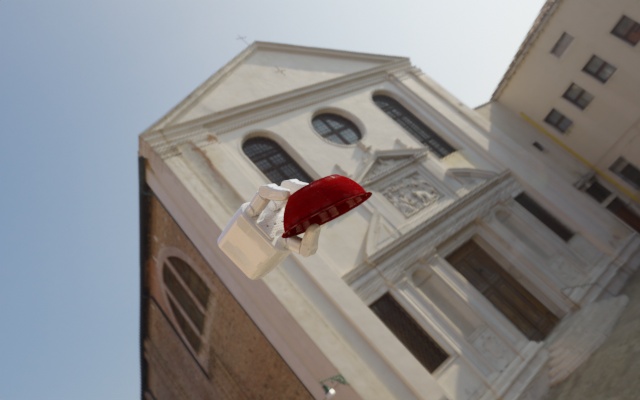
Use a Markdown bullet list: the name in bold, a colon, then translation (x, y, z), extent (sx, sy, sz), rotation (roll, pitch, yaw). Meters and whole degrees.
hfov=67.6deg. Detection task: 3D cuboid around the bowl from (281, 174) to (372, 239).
- **bowl**: translation (0.001, 0.002, 0.771), extent (0.162, 0.055, 0.162), rotation (-25, -8, -4)
